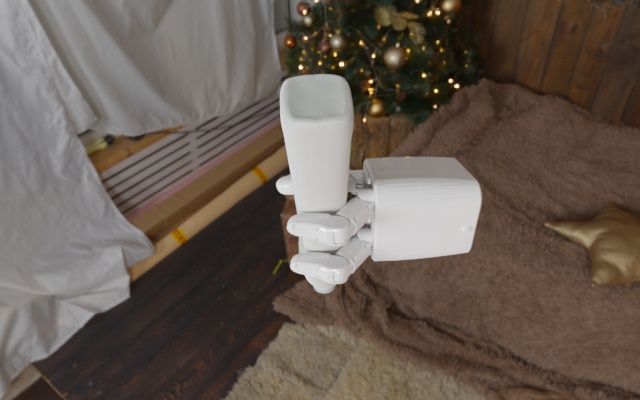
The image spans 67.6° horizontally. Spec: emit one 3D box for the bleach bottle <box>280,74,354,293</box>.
[{"bbox_3d":[0.000,0.002,0.515,0.068,0.251,0.102,-3,40,-1],"label":"bleach bottle"}]
